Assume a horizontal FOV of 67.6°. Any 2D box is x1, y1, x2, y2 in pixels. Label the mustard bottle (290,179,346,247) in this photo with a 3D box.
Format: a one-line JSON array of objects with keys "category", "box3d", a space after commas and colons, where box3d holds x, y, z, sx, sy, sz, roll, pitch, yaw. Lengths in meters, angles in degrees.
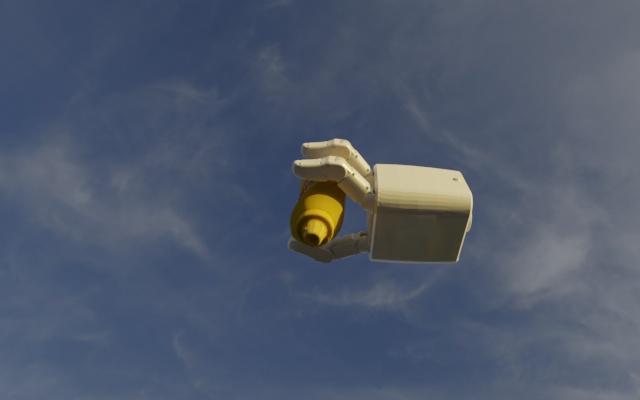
[{"category": "mustard bottle", "box3d": [0.000, 0.002, 0.579, 0.058, 0.096, 0.191, 25, 24, -7]}]
